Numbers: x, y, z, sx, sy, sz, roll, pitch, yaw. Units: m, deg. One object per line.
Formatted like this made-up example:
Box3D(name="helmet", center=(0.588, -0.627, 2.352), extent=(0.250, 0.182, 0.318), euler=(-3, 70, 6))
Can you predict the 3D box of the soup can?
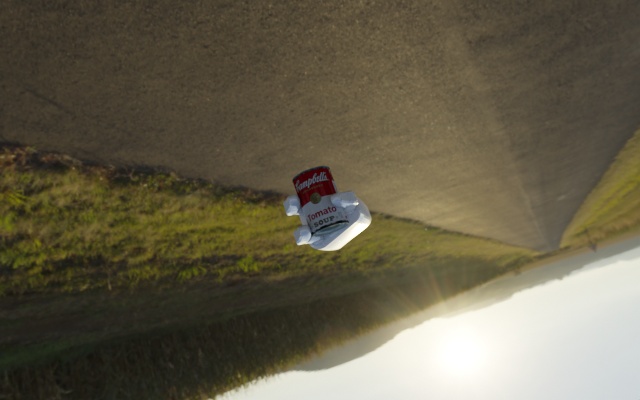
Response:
Box3D(name="soup can", center=(0.000, 0.003, 0.798), extent=(0.068, 0.102, 0.068), euler=(-18, -15, -5))
